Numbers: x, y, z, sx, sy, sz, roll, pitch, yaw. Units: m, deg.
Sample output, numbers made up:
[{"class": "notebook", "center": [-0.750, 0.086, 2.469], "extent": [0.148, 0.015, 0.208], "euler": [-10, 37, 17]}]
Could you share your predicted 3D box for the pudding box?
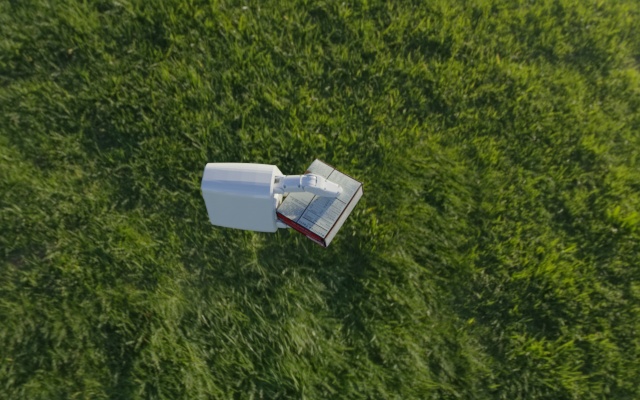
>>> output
[{"class": "pudding box", "center": [0.000, 0.002, 0.726], "extent": [0.090, 0.113, 0.039], "euler": [30, -18, 16]}]
